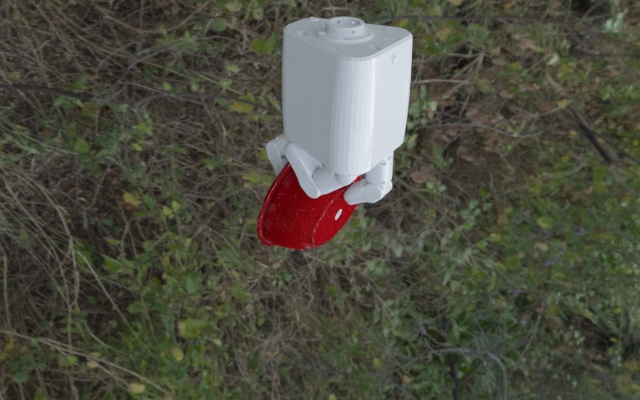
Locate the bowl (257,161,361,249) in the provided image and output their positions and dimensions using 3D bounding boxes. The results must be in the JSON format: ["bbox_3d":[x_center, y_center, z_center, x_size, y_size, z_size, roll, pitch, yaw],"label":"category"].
[{"bbox_3d":[0.000,0.003,0.565,0.055,0.162,0.162,36,14,20],"label":"bowl"}]
